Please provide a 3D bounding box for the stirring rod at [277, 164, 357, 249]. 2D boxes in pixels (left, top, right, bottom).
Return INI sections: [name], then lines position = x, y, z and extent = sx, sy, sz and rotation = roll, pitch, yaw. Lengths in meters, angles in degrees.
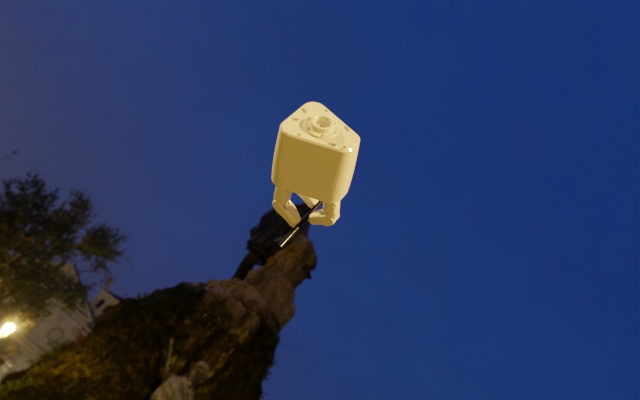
[stirring rod]
position = 0.000, 0.003, 0.813
extent = 0.011, 0.011, 0.239
rotation = 0, 35, 41
